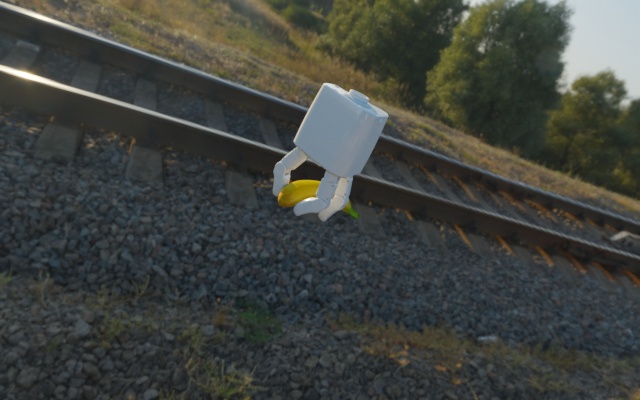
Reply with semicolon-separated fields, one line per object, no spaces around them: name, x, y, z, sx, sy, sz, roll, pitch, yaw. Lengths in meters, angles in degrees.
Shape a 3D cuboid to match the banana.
banana;-0.008;-0.008;0.827;0.198;0.037;0.069;9;29;-46
